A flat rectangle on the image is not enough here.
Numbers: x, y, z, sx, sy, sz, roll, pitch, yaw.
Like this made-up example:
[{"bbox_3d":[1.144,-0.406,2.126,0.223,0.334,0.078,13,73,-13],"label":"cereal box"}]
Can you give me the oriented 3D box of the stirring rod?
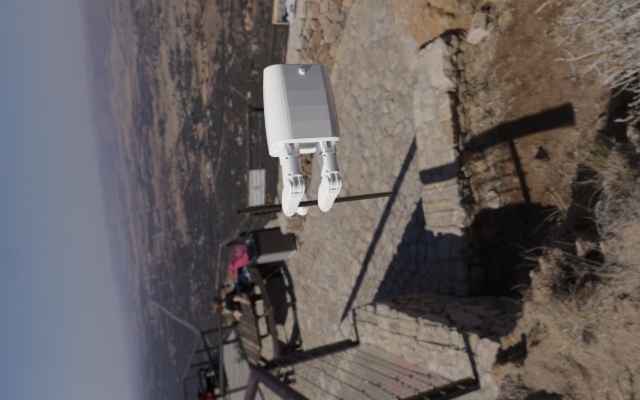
[{"bbox_3d":[0.000,0.002,0.681,0.239,0.011,0.011,-7,3,-25],"label":"stirring rod"}]
